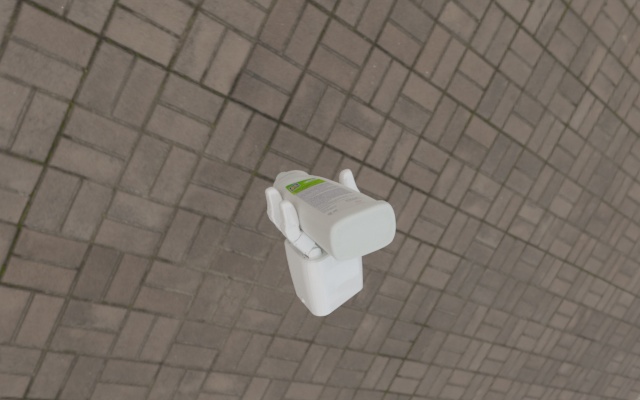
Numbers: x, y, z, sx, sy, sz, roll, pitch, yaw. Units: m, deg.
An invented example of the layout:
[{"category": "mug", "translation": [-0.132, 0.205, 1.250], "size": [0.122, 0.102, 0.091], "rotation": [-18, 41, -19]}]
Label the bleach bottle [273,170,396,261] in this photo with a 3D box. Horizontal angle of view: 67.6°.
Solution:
[{"category": "bleach bottle", "translation": [0.000, 0.002, 0.717], "size": [0.102, 0.068, 0.250], "rotation": [-19, 27, -21]}]
